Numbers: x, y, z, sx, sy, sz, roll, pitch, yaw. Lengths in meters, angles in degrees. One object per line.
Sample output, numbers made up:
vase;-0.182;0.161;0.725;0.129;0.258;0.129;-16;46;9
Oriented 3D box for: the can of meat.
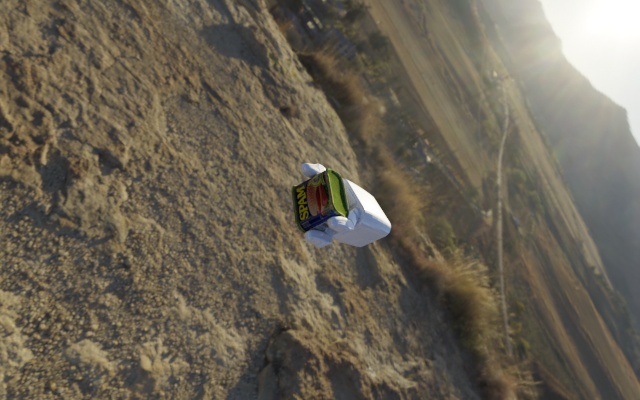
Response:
can of meat;0.000;0.003;0.865;0.084;0.102;0.057;-28;-35;28
